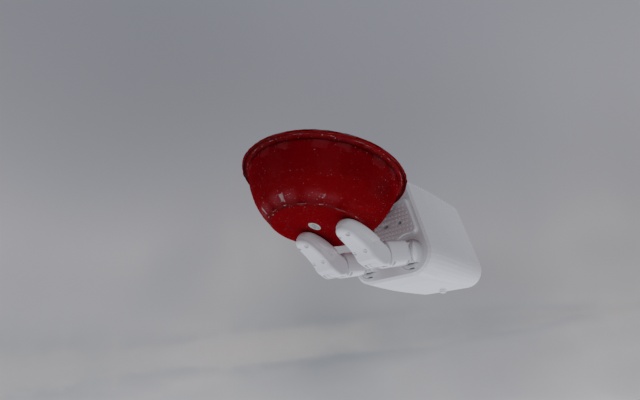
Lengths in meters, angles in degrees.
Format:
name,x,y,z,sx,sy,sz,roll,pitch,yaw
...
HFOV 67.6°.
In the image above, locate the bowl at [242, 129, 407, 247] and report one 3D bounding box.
name,x,y,z,sx,sy,sz,roll,pitch,yaw
bowl,-0.001,0.001,0.457,0.162,0.055,0.162,6,-28,3
